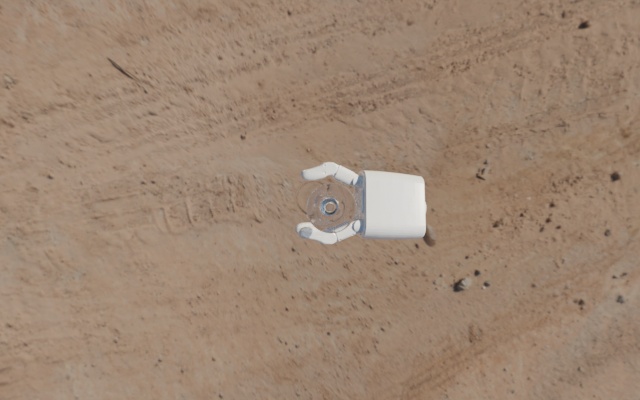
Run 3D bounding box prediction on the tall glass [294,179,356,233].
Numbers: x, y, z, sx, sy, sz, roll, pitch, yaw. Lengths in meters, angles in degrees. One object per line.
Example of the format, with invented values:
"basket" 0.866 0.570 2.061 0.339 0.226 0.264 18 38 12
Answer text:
"tall glass" 0.000 0.003 0.794 0.079 0.079 0.201 0 5 -10
